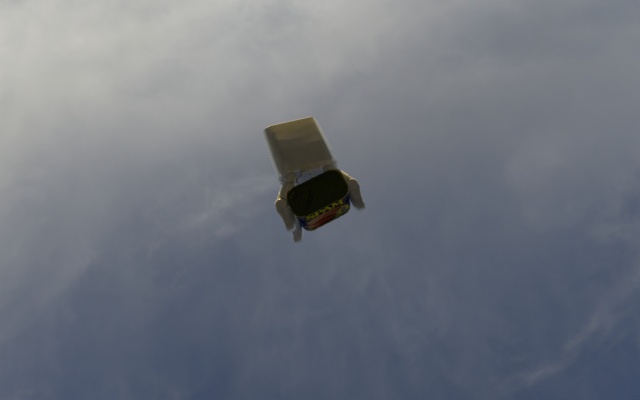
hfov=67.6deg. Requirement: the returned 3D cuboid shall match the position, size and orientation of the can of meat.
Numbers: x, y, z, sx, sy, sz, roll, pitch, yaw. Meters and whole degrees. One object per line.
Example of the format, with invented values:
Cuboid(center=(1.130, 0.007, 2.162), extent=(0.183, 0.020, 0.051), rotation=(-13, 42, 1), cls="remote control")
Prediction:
Cuboid(center=(0.000, 0.003, 0.818), extent=(0.102, 0.057, 0.084), rotation=(-26, -23, -3), cls="can of meat")
